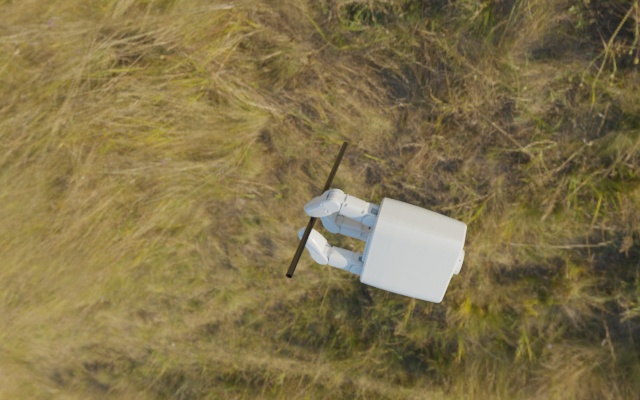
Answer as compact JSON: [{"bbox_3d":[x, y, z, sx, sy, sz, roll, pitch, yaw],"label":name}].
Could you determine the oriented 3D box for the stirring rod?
[{"bbox_3d":[0.000,0.002,0.631,0.011,0.239,0.011,14,-40,12],"label":"stirring rod"}]
